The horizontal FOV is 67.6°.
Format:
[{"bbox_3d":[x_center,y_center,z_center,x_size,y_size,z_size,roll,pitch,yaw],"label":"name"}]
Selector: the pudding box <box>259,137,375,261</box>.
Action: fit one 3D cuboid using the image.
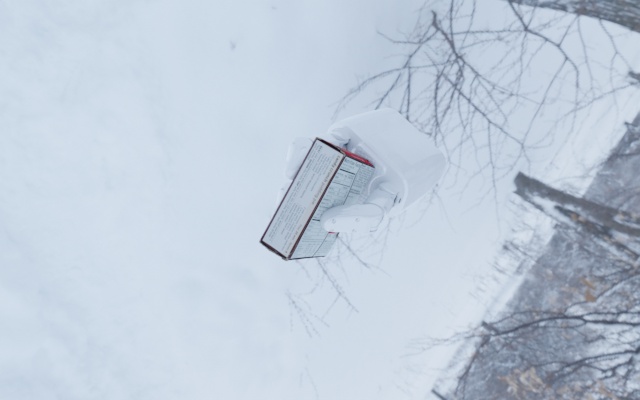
[{"bbox_3d":[0.000,0.002,0.460,0.039,0.113,0.090,31,8,23],"label":"pudding box"}]
